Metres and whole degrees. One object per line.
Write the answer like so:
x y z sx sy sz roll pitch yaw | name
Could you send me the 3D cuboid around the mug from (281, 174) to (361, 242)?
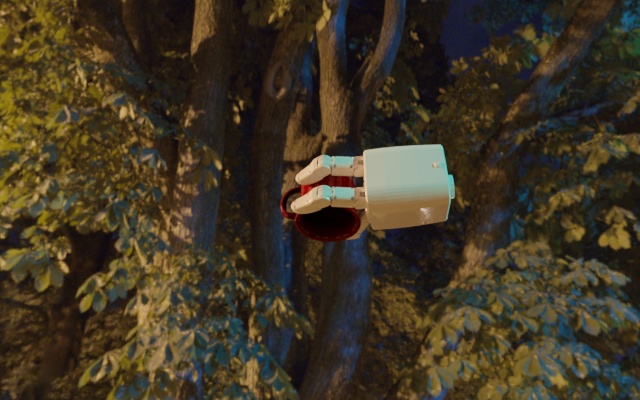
-0.001 0.002 0.698 0.117 0.081 0.093 -4 -39 8 | mug
